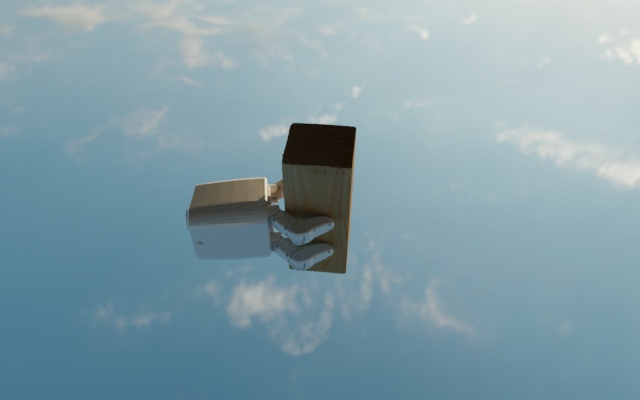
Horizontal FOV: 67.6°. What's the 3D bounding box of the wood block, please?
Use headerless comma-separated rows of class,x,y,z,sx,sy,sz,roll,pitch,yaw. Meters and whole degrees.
wood block,0.000,0.002,0.678,0.090,0.206,0.090,4,44,4
